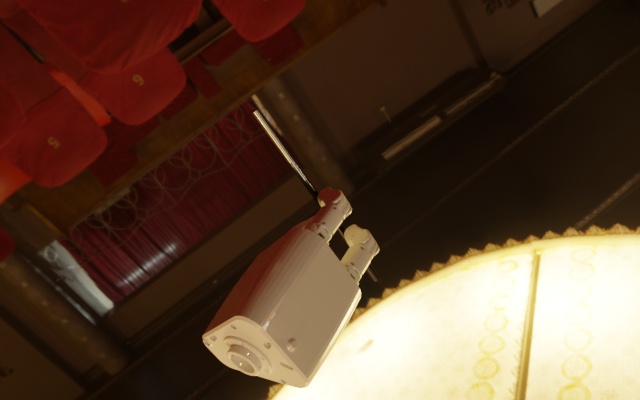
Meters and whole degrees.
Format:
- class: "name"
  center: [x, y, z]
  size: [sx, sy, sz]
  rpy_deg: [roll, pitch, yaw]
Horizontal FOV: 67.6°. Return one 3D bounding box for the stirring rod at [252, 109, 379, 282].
- class: "stirring rod"
  center: [0.000, 0.002, 0.520]
  size: [0.011, 0.240, 0.011]
  rpy_deg: [-31, 21, 13]
